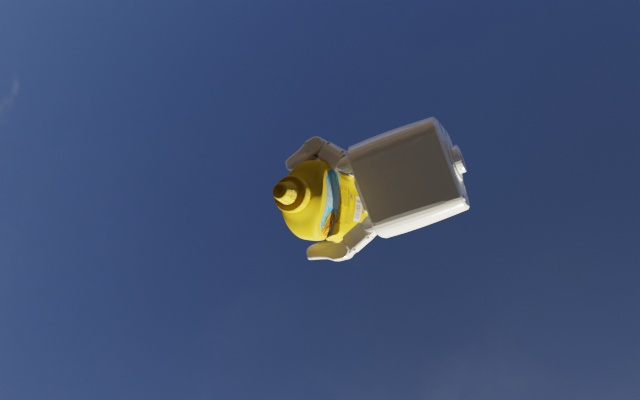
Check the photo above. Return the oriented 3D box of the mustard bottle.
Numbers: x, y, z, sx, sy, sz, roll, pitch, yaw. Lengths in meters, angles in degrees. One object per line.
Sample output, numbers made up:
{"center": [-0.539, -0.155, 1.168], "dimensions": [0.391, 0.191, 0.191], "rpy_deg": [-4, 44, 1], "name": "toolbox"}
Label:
{"center": [0.000, 0.002, 0.588], "dimensions": [0.058, 0.096, 0.191], "rpy_deg": [6, -4, 27], "name": "mustard bottle"}
